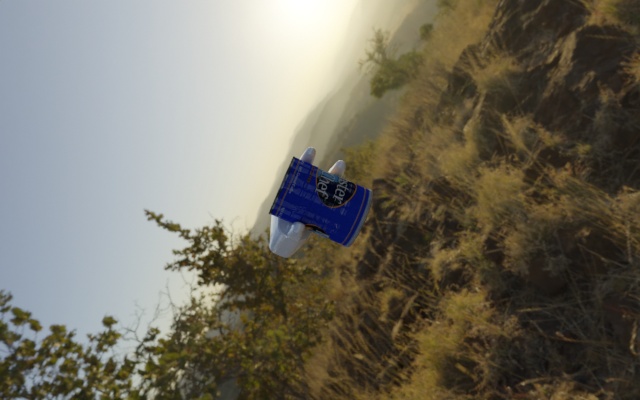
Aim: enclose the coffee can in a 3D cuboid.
[{"bbox_3d":[0.000,0.003,0.774,0.140,0.103,0.103,23,-3,-6],"label":"coffee can"}]
